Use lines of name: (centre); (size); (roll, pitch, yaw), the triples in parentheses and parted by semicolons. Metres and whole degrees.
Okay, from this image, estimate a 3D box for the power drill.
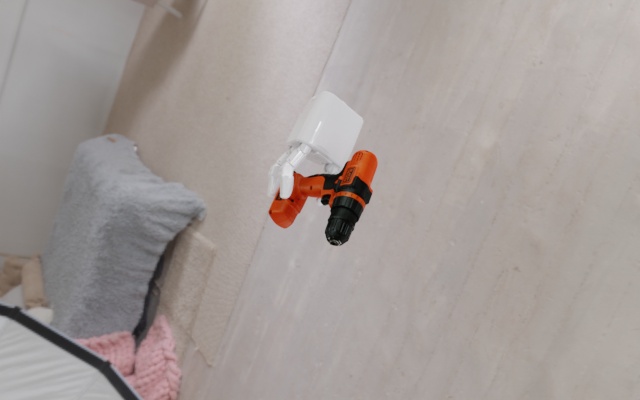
power drill: (0.000, 0.002, 0.818); (0.187, 0.184, 0.057); (-7, -45, 39)
